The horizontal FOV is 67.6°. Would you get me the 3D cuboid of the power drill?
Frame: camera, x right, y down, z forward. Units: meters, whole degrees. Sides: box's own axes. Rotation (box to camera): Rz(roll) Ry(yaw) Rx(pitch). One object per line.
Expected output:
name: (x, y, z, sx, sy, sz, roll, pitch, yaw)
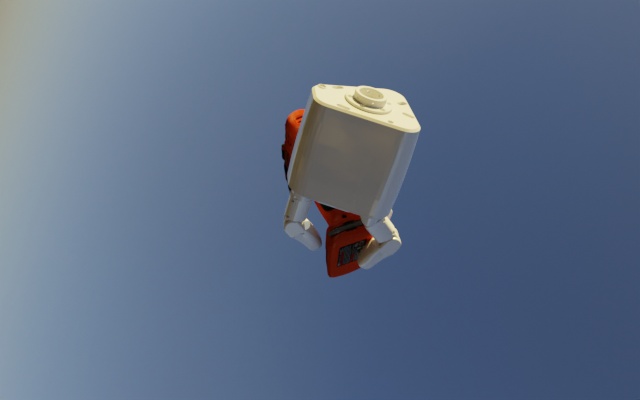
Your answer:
power drill: (0.000, 0.002, 0.624, 0.057, 0.187, 0.185, -20, -29, -12)
